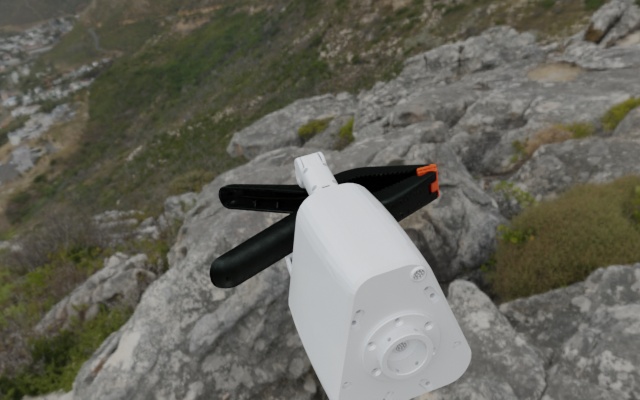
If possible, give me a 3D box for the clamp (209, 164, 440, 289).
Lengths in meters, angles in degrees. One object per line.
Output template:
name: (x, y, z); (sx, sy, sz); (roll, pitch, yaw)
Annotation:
clamp: (0.000, 0.001, 0.429); (0.210, 0.036, 0.164); (-16, 26, -10)
